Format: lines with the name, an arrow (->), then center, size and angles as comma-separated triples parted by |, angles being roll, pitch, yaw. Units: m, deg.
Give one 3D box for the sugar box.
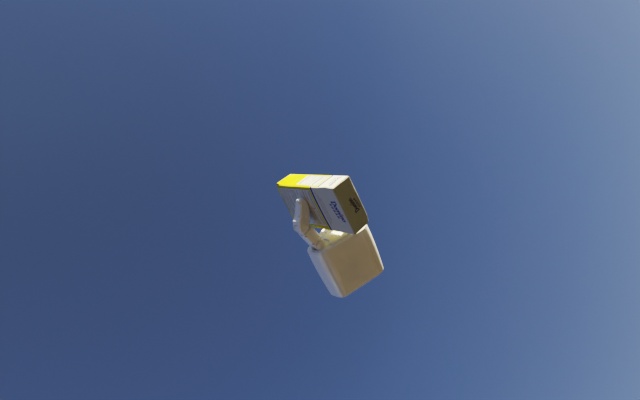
sugar box -> 0.001, 0.003, 0.836 | 0.048, 0.093, 0.176 | -40, 26, -29
